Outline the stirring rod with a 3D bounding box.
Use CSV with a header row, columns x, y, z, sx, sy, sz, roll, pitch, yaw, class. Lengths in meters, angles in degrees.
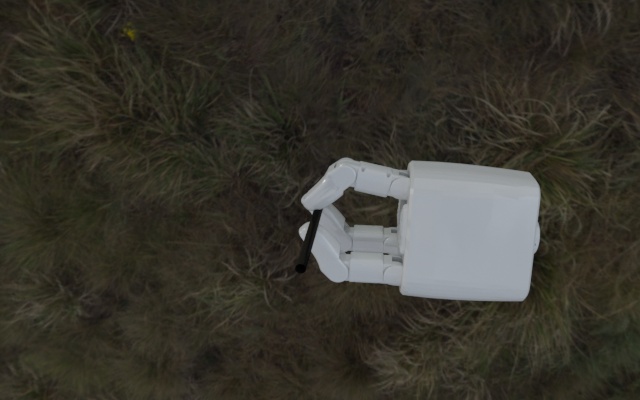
x,y,z,sx,sy,sz,roll,pitch,yaw,class
0.000,0.001,0.452,0.011,0.011,0.239,0,23,7,stirring rod
